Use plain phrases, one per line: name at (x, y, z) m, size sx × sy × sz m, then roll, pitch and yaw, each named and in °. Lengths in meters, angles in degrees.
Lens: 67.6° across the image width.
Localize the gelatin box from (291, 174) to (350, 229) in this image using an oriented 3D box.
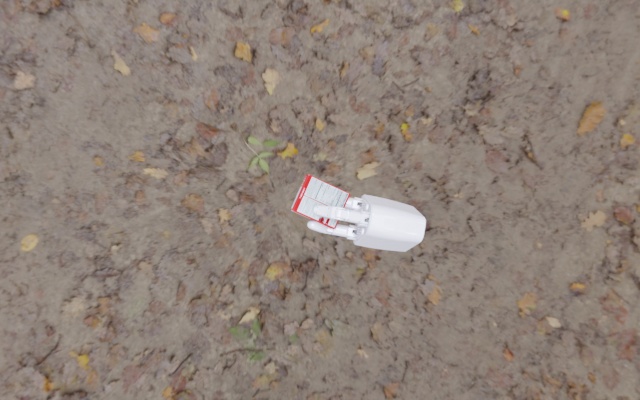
gelatin box at (0.000, 0.003, 0.875) m, size 0.089 × 0.073 × 0.030 m, roll 24°, pitch -4°, yaw -12°
